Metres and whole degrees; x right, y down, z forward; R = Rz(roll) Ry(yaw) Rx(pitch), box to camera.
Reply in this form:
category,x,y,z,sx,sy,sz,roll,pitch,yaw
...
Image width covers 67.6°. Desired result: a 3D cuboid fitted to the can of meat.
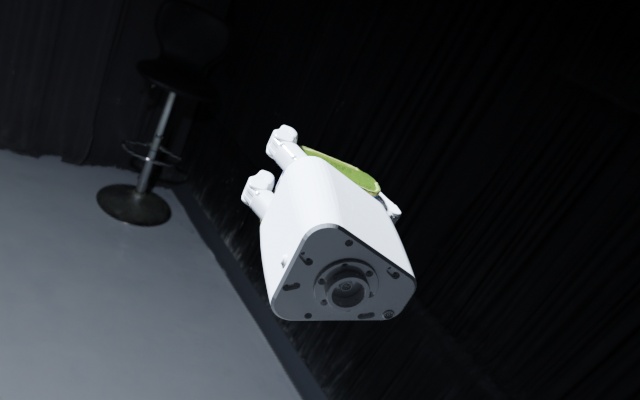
category,x,y,z,sx,sy,sz,roll,pitch,yaw
can of meat,0.000,0.001,0.496,0.102,0.084,0.057,20,25,-16
